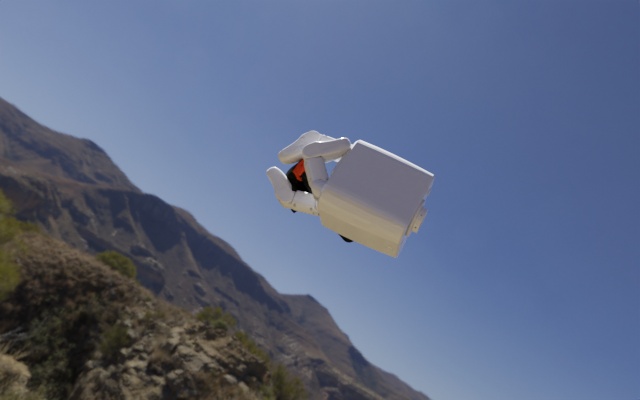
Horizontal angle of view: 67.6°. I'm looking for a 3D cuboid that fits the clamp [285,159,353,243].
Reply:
[{"bbox_3d":[0.000,0.002,0.669,0.120,0.039,0.171,25,-18,14],"label":"clamp"}]
